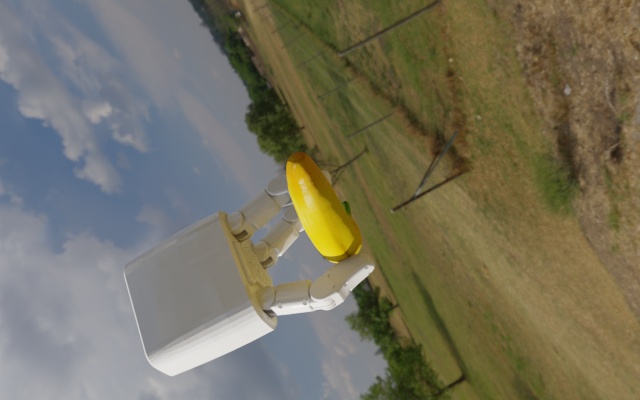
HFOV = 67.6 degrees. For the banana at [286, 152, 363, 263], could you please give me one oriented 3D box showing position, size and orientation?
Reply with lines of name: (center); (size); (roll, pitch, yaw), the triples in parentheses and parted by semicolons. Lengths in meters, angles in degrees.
banana: (0.008, 0.019, 0.409); (0.037, 0.069, 0.198); (-25, -15, 5)
